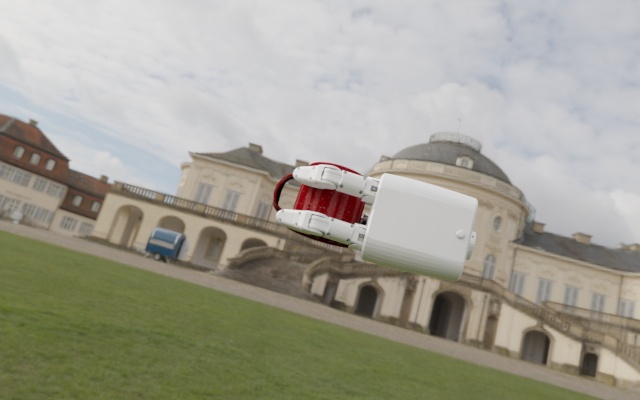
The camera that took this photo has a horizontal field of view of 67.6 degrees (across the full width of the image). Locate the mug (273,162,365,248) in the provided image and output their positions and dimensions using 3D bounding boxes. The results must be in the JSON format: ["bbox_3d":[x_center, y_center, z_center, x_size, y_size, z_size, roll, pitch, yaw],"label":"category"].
[{"bbox_3d":[-0.001,0.001,0.583,0.117,0.081,0.093,15,-13,9],"label":"mug"}]
